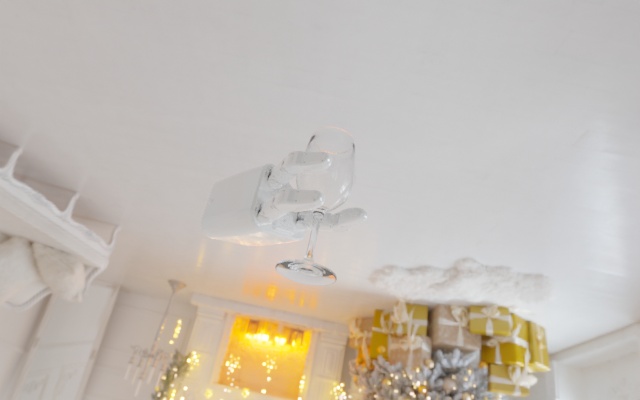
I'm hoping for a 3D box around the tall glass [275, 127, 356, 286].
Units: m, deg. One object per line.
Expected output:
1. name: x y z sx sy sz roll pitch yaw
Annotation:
1. tall glass: 0.000 0.003 0.612 0.079 0.201 0.079 9 -29 5
